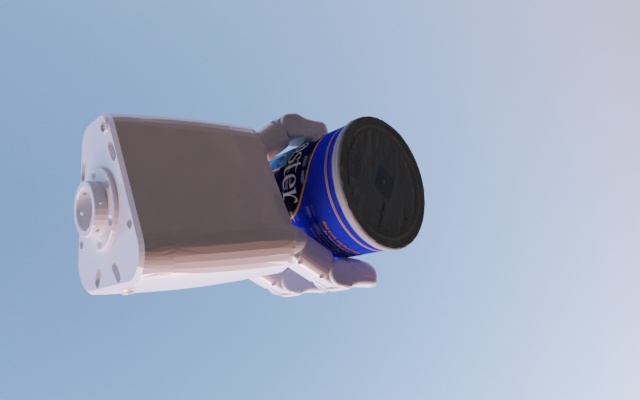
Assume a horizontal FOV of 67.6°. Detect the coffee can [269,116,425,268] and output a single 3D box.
[{"bbox_3d":[0.000,0.001,0.402,0.103,0.103,0.140,0,-13,-46],"label":"coffee can"}]
